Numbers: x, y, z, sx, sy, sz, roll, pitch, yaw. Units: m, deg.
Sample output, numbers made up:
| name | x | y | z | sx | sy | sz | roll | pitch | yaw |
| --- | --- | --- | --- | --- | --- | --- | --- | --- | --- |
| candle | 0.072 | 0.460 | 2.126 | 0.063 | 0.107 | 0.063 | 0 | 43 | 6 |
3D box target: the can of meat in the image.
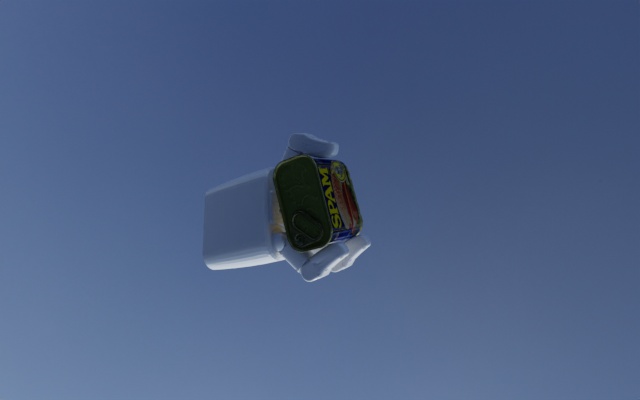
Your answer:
| name | x | y | z | sx | sy | sz | roll | pitch | yaw |
| --- | --- | --- | --- | --- | --- | --- | --- | --- | --- |
| can of meat | 0.000 | 0.002 | 0.542 | 0.057 | 0.102 | 0.084 | -18 | -7 | 29 |
